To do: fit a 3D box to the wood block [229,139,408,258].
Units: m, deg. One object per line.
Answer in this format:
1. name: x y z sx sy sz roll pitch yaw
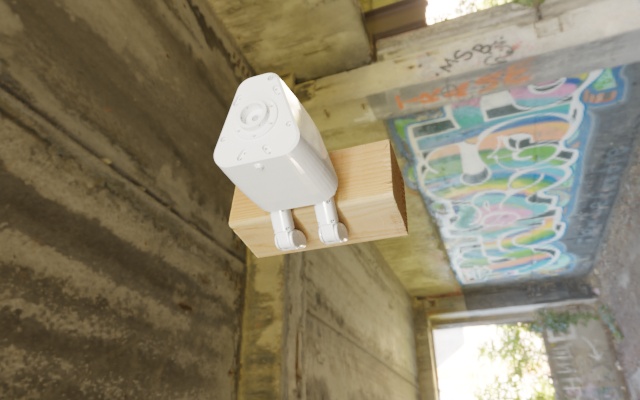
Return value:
1. wood block: 0.000 0.002 0.614 0.206 0.090 0.090 -10 -38 17
